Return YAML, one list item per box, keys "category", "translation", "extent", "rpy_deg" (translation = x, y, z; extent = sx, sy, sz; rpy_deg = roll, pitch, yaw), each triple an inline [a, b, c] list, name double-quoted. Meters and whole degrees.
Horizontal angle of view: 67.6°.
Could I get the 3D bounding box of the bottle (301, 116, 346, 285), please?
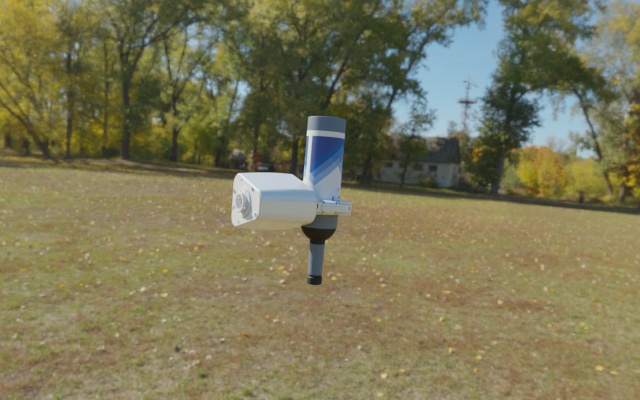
- category: "bottle"
  translation: [0.000, 0.003, 0.847]
  extent: [0.069, 0.296, 0.069]
  rpy_deg: [5, 4, 0]
